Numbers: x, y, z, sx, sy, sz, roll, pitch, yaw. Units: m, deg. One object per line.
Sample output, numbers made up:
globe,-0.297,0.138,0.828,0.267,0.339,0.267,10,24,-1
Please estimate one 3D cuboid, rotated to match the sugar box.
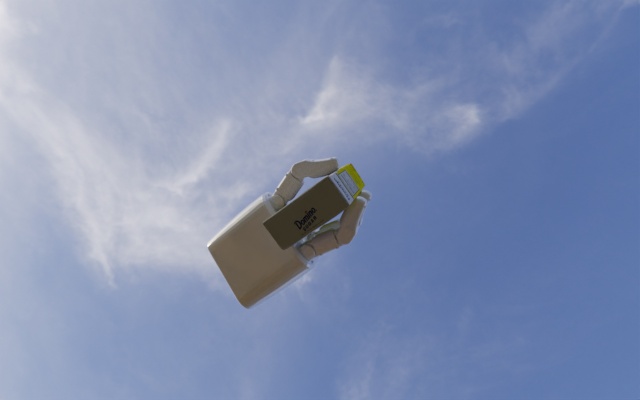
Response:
sugar box,0.000,0.002,0.586,0.093,0.048,0.176,-35,3,15
